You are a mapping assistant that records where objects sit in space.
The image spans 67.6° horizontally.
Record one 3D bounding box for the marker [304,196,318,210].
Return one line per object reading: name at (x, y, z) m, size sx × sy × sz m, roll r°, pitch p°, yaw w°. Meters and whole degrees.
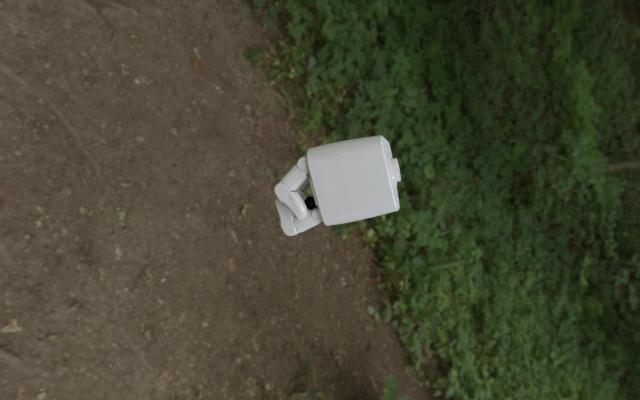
marker at (0.000, 0.002, 0.723) m, size 0.020 × 0.020 × 0.121 m, roll 0°, pitch 1°, yaw 15°
